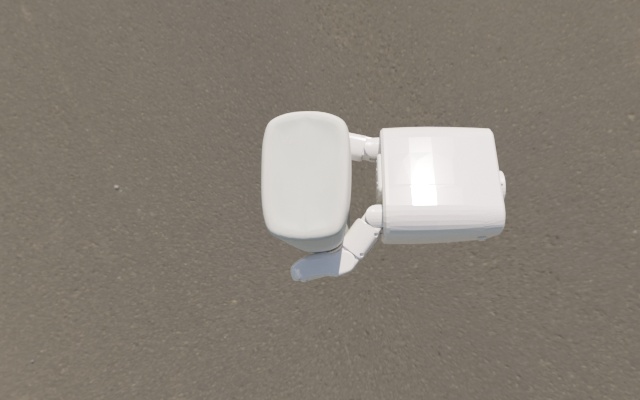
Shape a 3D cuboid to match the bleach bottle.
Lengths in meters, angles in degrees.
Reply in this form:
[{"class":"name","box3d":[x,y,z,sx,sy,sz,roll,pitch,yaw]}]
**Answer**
[{"class":"bleach bottle","box3d":[0.000,0.002,0.472,0.068,0.102,0.251,0,-9,6]}]
